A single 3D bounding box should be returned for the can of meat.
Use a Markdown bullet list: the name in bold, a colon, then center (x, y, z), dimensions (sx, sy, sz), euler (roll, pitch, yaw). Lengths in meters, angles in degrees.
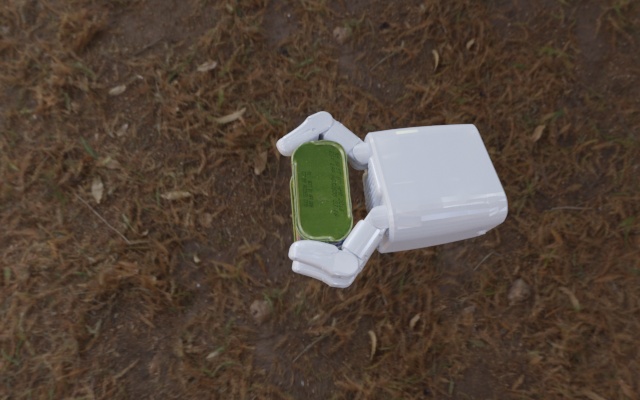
- **can of meat**: center (0.000, 0.001, 0.465), dimensions (0.057, 0.102, 0.084), euler (-4, -16, -3)
